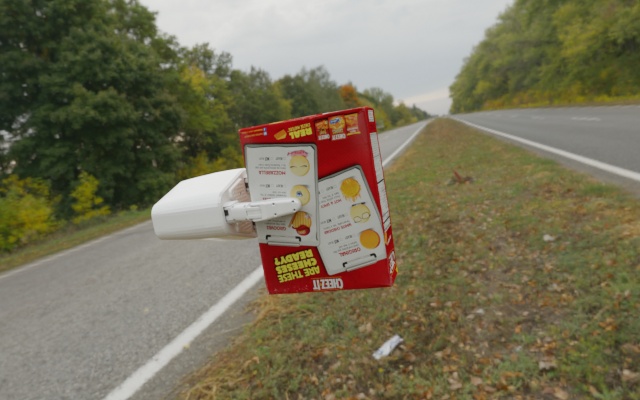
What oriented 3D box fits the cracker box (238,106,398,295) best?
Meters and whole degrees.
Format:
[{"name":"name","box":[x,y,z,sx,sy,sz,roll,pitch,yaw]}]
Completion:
[{"name":"cracker box","box":[0.000,0.002,0.601,0.164,0.214,0.072,-7,8,19]}]
